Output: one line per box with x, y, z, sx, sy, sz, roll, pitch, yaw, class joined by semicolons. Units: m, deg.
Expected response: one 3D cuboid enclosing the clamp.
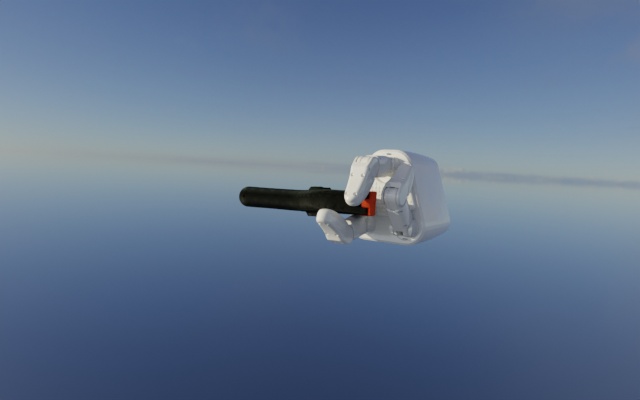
0.000;0.001;0.582;0.171;0.039;0.120;6;5;33;clamp
